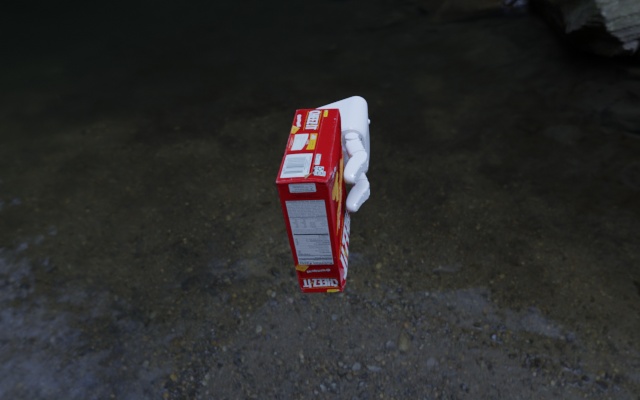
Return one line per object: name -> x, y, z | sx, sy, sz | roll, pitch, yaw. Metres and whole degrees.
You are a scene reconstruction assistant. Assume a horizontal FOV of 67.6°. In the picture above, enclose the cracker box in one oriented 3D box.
cracker box -> 0.000, 0.002, 0.682 | 0.072, 0.214, 0.164 | -1, 42, 9
